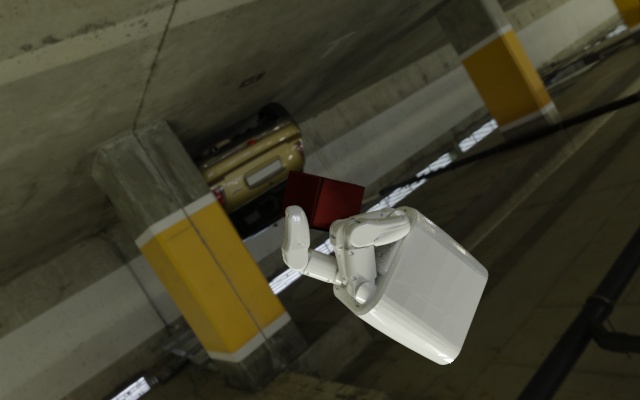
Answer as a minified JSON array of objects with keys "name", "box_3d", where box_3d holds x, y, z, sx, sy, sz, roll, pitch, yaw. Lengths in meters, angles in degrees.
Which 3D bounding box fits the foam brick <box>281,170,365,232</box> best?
[{"name":"foam brick","box_3d":[0.000,0.001,0.498,0.051,0.053,0.078,10,4,-28]}]
